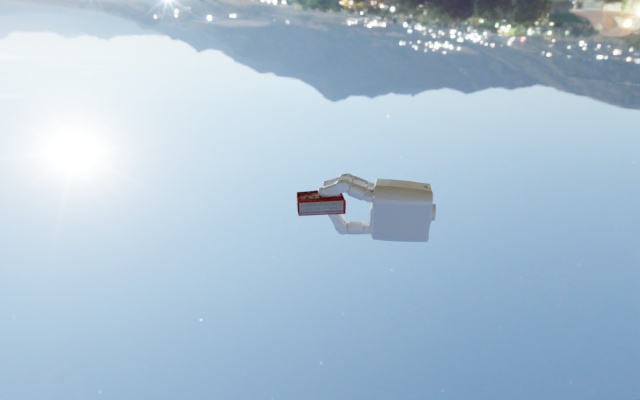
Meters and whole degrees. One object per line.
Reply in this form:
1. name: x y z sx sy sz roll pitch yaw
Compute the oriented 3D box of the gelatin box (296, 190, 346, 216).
1. gelatin box: 0.000 0.003 0.894 0.089 0.030 0.073 -3 17 -3
